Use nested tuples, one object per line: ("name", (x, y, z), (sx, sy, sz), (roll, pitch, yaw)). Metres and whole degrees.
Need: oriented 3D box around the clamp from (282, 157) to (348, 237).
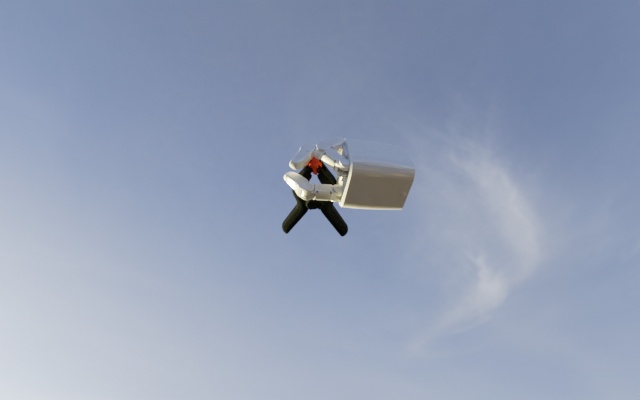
("clamp", (0.000, 0.002, 0.834), (0.120, 0.172, 0.039), (5, 44, -8))
